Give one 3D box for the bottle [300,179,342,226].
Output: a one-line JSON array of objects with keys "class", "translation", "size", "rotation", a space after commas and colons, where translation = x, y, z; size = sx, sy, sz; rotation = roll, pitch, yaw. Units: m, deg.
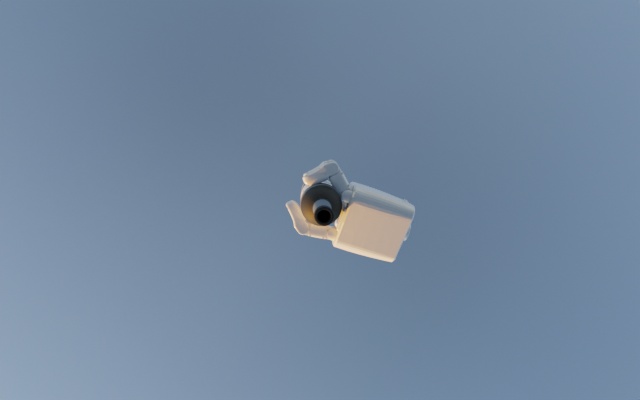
[{"class": "bottle", "translation": [0.000, 0.003, 0.787], "size": [0.069, 0.069, 0.295], "rotation": [0, 7, -2]}]
